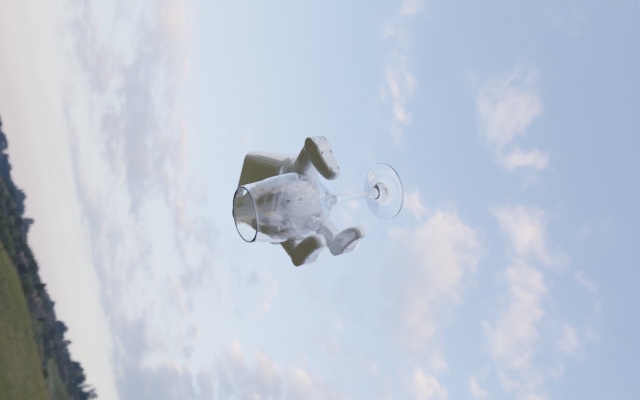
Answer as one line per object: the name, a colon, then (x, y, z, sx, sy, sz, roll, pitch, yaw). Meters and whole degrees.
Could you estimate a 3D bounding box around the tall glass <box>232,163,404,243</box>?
tall glass: (0.001, 0.002, 0.566, 0.201, 0.079, 0.079, -9, 5, -34)
